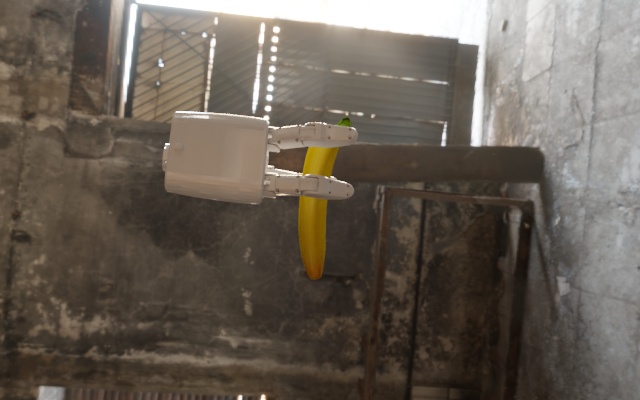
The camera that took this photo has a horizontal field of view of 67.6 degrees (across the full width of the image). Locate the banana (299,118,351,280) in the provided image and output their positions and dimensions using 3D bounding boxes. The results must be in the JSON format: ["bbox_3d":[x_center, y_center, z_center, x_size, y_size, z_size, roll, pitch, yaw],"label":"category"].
[{"bbox_3d":[-0.004,-0.005,0.586,0.037,0.198,0.069,6,11,-15],"label":"banana"}]
